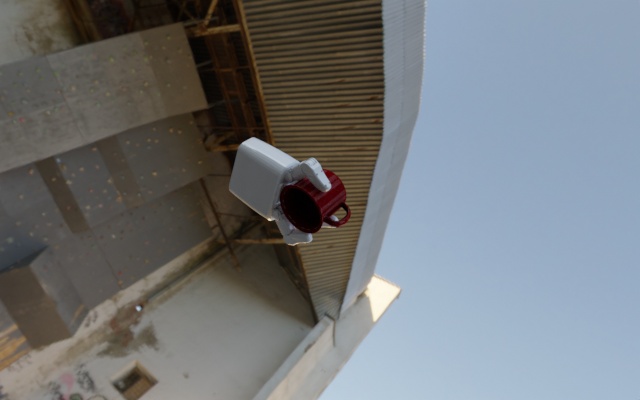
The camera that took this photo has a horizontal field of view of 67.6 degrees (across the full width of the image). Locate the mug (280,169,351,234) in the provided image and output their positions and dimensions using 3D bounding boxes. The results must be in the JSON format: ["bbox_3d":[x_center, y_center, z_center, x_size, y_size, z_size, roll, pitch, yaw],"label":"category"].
[{"bbox_3d":[0.001,0.003,0.816,0.117,0.093,0.081,32,46,23],"label":"mug"}]
